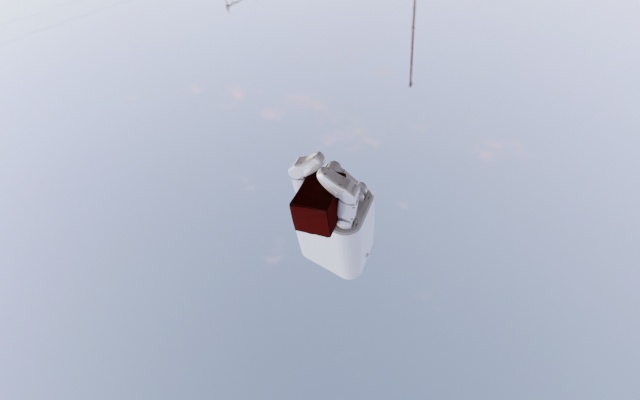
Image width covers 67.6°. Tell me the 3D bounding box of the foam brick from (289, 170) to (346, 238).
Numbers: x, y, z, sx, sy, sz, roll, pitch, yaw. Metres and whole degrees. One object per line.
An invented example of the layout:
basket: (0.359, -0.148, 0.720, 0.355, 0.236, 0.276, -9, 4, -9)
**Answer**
foam brick: (0.000, 0.002, 0.634, 0.053, 0.051, 0.078, 12, 46, 19)
